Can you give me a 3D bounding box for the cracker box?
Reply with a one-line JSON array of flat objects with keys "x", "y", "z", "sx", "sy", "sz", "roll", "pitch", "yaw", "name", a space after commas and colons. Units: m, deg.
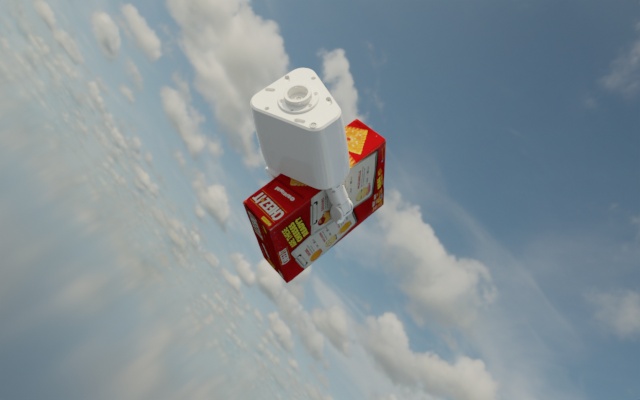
[{"x": 0.000, "y": 0.002, "z": 0.715, "sx": 0.213, "sy": 0.072, "sz": 0.164, "roll": -37, "pitch": -30, "yaw": -19, "name": "cracker box"}]
